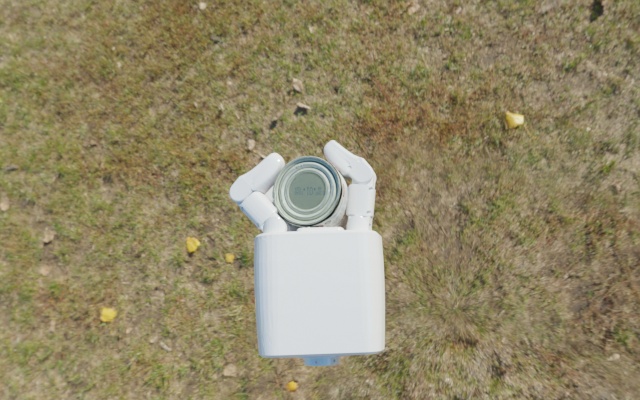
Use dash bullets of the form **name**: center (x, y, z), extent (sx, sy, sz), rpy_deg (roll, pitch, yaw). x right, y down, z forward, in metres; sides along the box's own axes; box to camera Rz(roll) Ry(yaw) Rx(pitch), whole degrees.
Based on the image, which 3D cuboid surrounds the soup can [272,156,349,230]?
- **soup can**: center (0.000, 0.001, 0.476), extent (0.068, 0.068, 0.102), rpy_deg (0, -12, 16)
